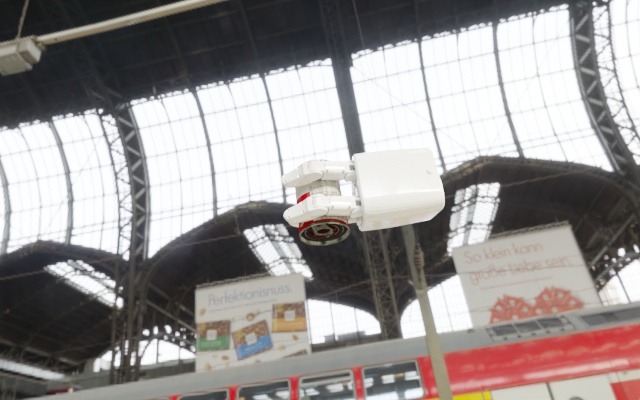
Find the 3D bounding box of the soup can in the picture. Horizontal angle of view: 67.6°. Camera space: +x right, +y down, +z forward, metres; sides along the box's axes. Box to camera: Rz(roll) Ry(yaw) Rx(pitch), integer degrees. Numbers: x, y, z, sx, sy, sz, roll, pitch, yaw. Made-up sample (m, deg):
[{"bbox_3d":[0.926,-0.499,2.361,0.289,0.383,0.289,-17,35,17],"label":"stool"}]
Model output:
[{"bbox_3d":[0.000,0.002,0.660,0.068,0.102,0.068,-6,-29,-3],"label":"soup can"}]
